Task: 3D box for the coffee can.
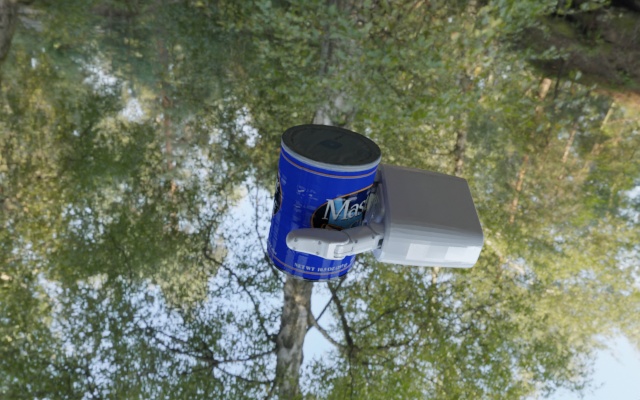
[{"bbox_3d":[0.000,0.002,0.516,0.103,0.140,0.102,8,29,-5],"label":"coffee can"}]
